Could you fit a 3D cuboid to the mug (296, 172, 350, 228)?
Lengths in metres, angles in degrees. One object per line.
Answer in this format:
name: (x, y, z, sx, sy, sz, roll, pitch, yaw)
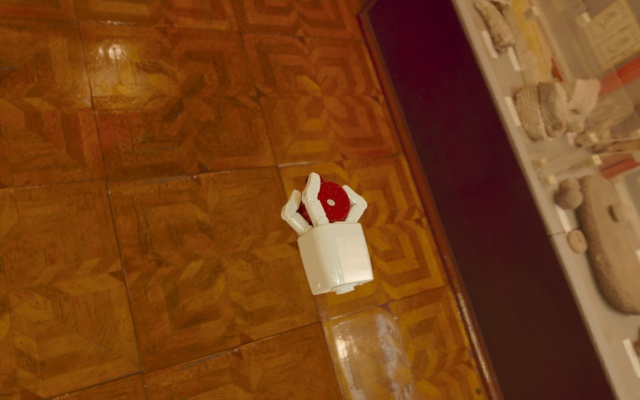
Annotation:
mug: (0.000, 0.001, 0.894, 0.093, 0.117, 0.081, -5, -17, -30)
